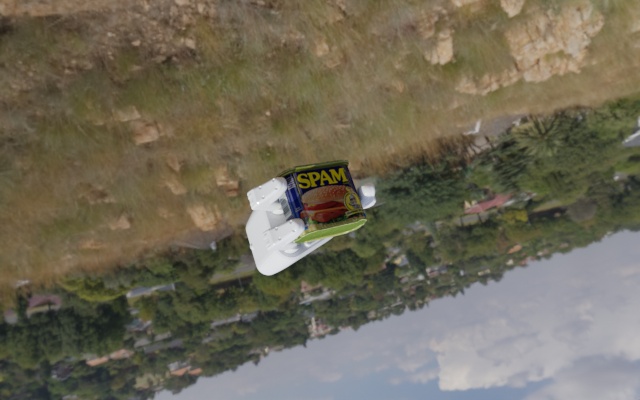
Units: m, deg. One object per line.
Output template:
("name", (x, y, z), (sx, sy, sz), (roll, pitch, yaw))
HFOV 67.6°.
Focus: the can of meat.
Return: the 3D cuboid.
("can of meat", (0.000, 0.002, 0.598), (0.102, 0.084, 0.057), (-11, -17, -29))
